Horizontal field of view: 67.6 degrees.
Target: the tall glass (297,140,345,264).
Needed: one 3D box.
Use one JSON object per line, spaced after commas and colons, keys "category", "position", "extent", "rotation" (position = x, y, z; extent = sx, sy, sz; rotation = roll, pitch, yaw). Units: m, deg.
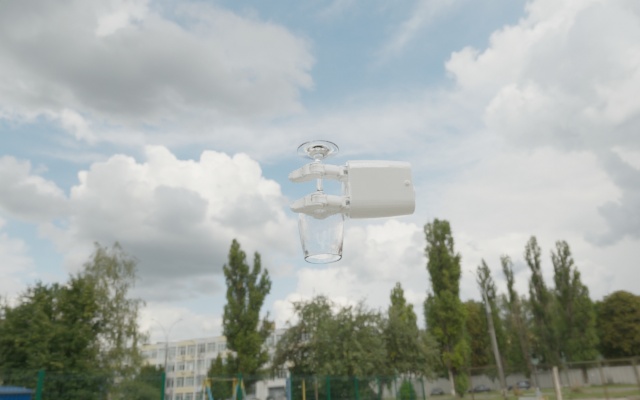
{"category": "tall glass", "position": [0.000, 0.002, 0.811], "extent": [0.079, 0.201, 0.079], "rotation": [-2, -22, -1]}
